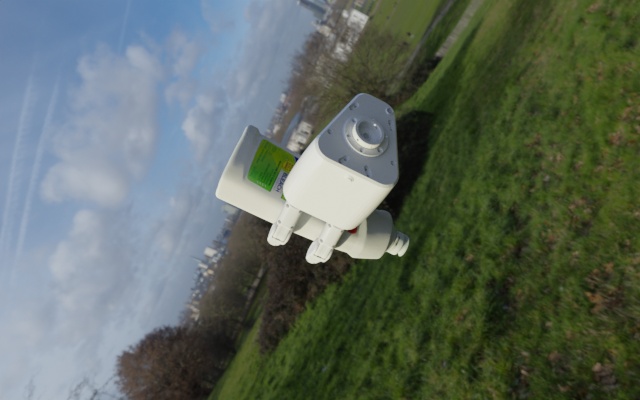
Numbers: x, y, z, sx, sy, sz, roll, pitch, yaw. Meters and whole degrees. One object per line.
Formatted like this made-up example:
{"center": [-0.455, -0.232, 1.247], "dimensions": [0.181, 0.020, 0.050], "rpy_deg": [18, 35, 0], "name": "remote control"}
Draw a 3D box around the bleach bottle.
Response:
{"center": [0.000, 0.002, 0.617], "dimensions": [0.251, 0.102, 0.068], "rpy_deg": [25, -32, -8], "name": "bleach bottle"}
